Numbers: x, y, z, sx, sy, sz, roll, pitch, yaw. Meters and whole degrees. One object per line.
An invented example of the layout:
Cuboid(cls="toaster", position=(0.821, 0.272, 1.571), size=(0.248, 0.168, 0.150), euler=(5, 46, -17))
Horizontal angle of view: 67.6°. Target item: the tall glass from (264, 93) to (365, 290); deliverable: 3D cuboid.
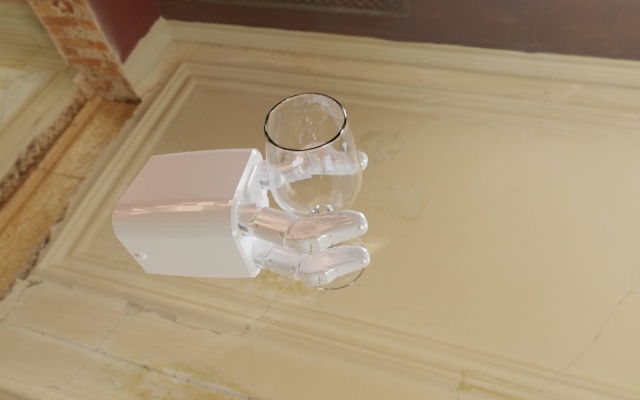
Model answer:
Cuboid(cls="tall glass", position=(0.000, 0.002, 0.428), size=(0.079, 0.079, 0.201), euler=(0, -37, 8))
